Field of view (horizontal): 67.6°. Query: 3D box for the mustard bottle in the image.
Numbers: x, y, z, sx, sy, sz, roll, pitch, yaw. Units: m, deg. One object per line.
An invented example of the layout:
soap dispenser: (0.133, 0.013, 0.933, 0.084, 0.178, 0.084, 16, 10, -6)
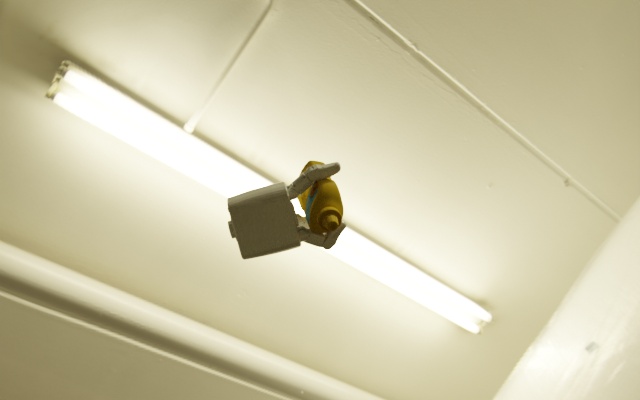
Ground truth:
mustard bottle: (0.000, 0.003, 0.849, 0.058, 0.096, 0.191, 10, 21, -16)
